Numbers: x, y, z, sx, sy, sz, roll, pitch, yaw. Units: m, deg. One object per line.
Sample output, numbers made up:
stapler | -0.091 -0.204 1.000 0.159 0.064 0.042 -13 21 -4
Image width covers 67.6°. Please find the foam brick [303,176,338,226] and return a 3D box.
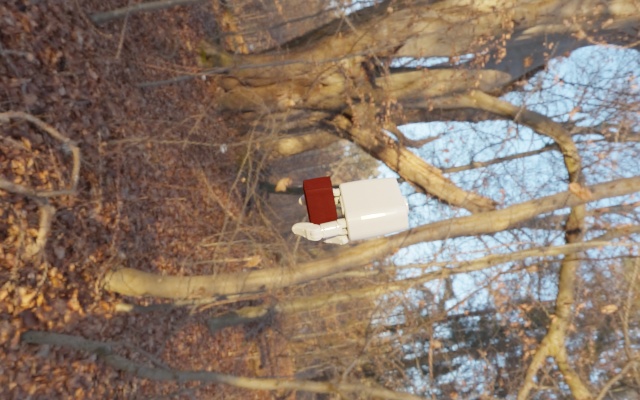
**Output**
foam brick | 0.000 0.003 0.851 0.051 0.078 0.053 -10 25 1
